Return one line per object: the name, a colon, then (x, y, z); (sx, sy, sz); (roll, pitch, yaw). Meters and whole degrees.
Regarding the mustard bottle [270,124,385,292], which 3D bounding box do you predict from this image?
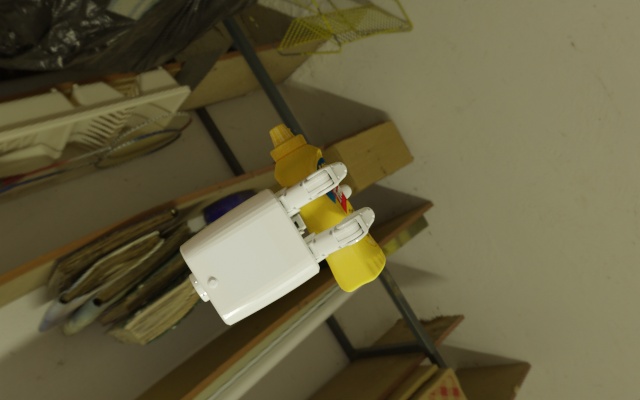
mustard bottle: (0.001, 0.002, 0.529); (0.058, 0.191, 0.096); (-31, 3, 14)
